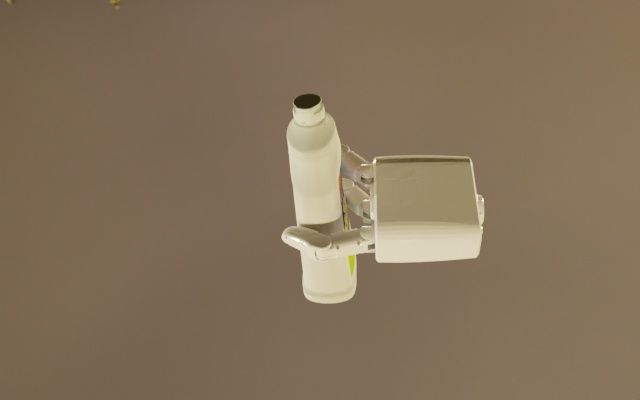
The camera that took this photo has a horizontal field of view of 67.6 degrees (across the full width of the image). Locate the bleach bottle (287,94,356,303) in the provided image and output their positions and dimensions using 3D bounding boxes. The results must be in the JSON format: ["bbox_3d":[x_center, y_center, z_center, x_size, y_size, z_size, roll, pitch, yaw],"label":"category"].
[{"bbox_3d":[0.000,0.002,0.539,0.068,0.251,0.102,-2,43,7],"label":"bleach bottle"}]
